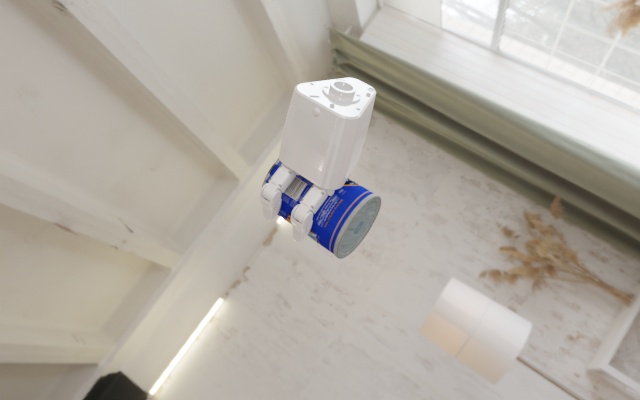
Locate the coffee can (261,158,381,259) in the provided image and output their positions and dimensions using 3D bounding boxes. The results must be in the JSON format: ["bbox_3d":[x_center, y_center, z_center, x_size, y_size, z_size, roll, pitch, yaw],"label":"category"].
[{"bbox_3d":[0.000,0.002,0.680,0.140,0.103,0.103,33,13,21],"label":"coffee can"}]
